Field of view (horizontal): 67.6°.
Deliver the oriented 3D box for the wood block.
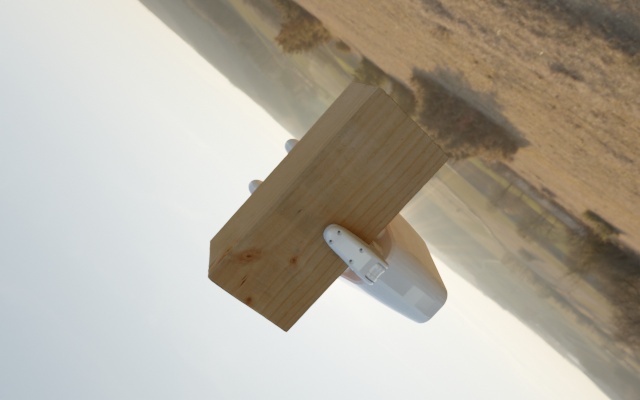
[{"bbox_3d":[0.000,0.002,0.432,0.090,0.206,0.090,40,5,-20],"label":"wood block"}]
